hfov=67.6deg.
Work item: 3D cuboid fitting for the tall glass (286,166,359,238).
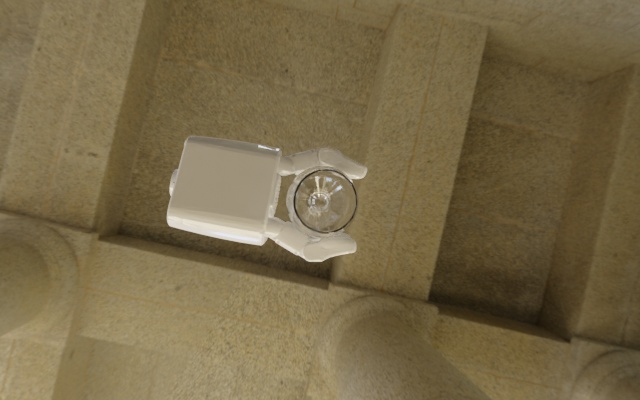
[{"bbox_3d":[0.000,0.002,0.553,0.079,0.079,0.201,0,0,-3],"label":"tall glass"}]
